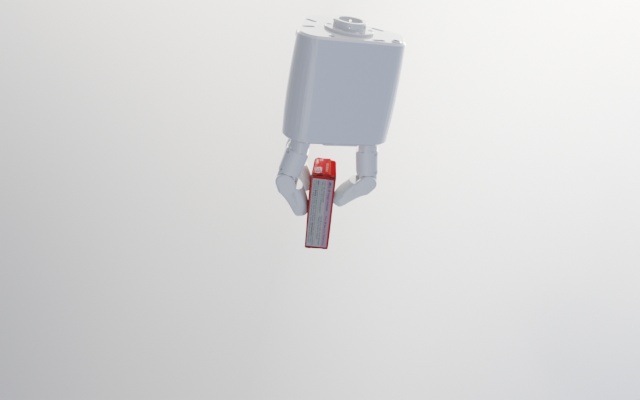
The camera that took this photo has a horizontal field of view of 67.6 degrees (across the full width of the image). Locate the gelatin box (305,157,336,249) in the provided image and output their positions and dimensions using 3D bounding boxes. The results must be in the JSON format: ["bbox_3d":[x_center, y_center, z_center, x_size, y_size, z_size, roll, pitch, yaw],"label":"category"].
[{"bbox_3d":[0.001,0.002,0.558,0.030,0.089,0.073,5,19,1],"label":"gelatin box"}]
